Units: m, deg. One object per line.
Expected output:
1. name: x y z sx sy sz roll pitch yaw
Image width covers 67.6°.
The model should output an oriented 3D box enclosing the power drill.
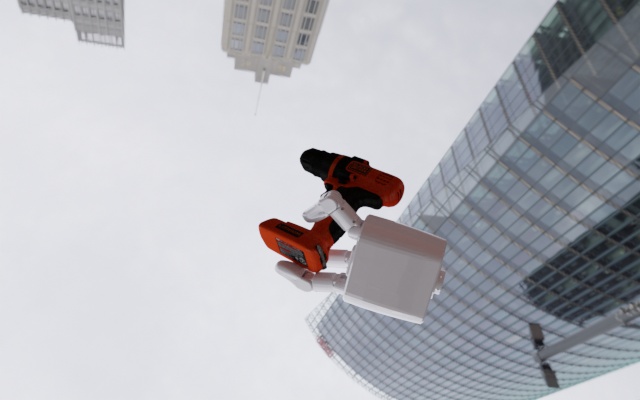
1. power drill: 0.000 0.003 0.688 0.184 0.057 0.187 23 56 34
